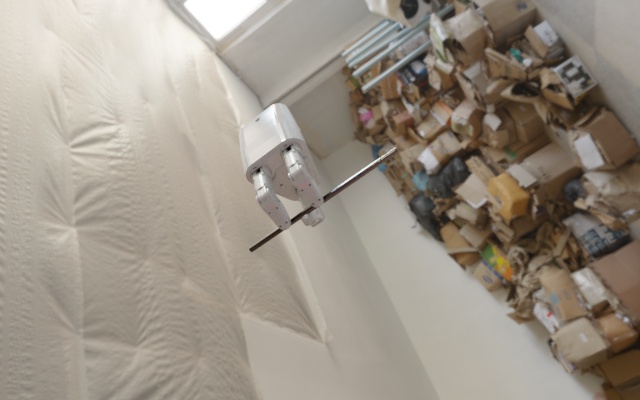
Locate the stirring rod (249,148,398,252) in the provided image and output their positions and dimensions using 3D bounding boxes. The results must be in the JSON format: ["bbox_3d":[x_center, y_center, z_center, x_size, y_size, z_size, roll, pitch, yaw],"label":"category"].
[{"bbox_3d":[0.000,0.002,0.634,0.239,0.011,0.011,-34,-9,13],"label":"stirring rod"}]
